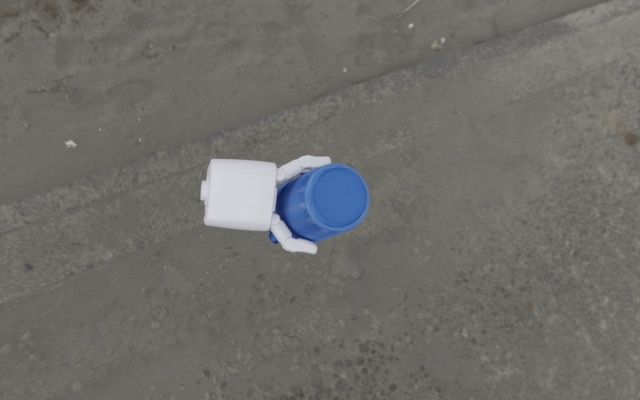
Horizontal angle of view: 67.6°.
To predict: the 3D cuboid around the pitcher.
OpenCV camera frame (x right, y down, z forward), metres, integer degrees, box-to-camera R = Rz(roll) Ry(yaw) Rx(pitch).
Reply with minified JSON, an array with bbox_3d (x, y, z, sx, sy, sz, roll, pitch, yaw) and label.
[{"bbox_3d":[0.000,0.003,0.841,0.145,0.149,0.243,6,-9,-17],"label":"pitcher"}]
